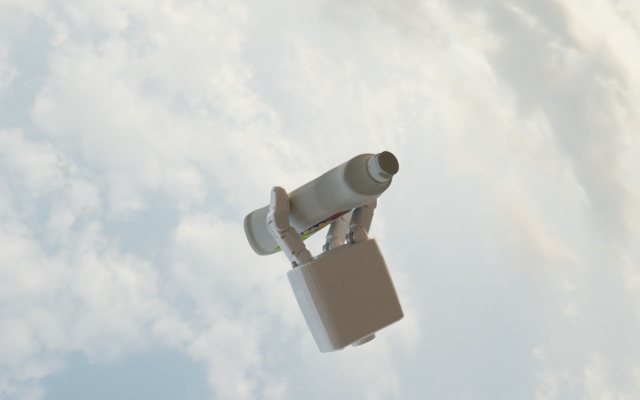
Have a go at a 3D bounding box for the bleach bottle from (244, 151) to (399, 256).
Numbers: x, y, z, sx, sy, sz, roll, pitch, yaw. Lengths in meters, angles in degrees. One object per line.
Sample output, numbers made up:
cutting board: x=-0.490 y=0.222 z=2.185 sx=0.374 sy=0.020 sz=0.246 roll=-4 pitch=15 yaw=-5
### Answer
bleach bottle: x=0.000 y=0.002 z=0.597 sx=0.102 sy=0.068 sz=0.251 roll=-17 pitch=-9 yaw=-37
